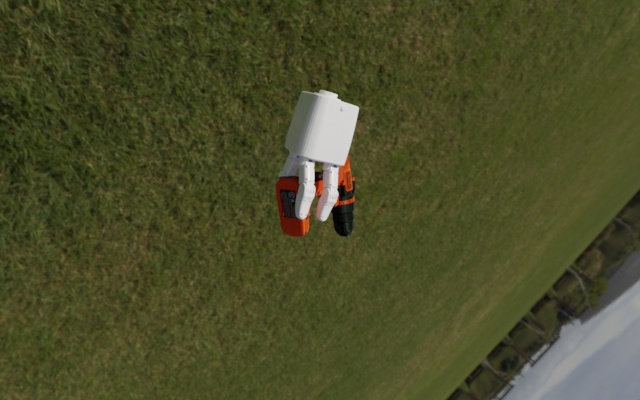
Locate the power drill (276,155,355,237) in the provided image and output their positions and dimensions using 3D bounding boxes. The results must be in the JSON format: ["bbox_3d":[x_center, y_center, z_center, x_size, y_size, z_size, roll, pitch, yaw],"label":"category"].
[{"bbox_3d":[0.000,0.003,0.895,0.057,0.184,0.187,2,18,35],"label":"power drill"}]
